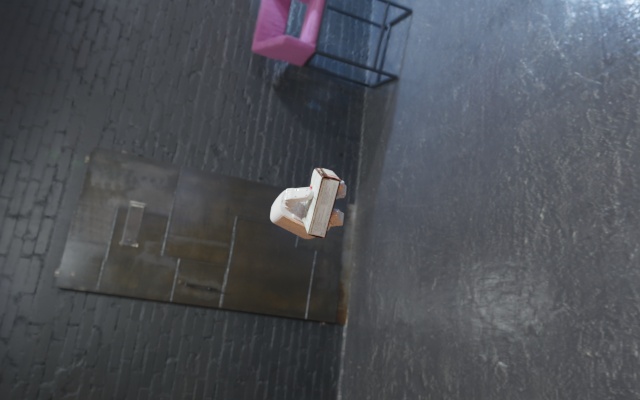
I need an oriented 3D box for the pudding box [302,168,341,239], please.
[{"bbox_3d":[0.000,0.003,0.879,0.039,0.113,0.090,10,12,-12],"label":"pudding box"}]
